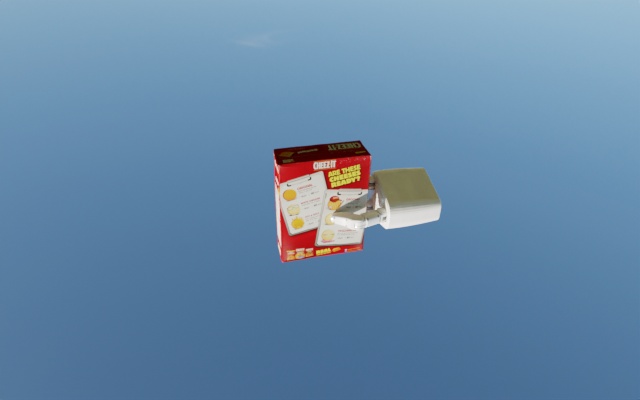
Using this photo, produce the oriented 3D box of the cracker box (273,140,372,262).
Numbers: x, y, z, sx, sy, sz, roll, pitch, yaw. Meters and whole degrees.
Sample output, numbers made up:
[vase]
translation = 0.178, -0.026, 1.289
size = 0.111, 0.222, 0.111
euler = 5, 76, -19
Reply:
[cracker box]
translation = 0.000, 0.003, 0.882
size = 0.164, 0.214, 0.072
euler = -7, 35, -12
